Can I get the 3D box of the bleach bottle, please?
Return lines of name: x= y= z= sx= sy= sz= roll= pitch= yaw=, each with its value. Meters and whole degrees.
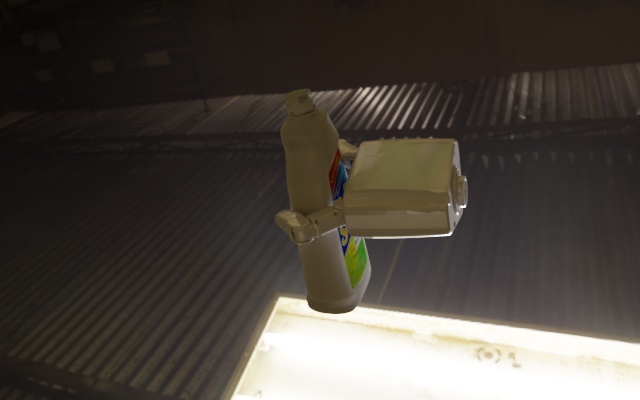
bleach bottle: x=0.000 y=0.002 z=0.544 sx=0.068 sy=0.251 sz=0.102 roll=-1 pitch=30 yaw=24
